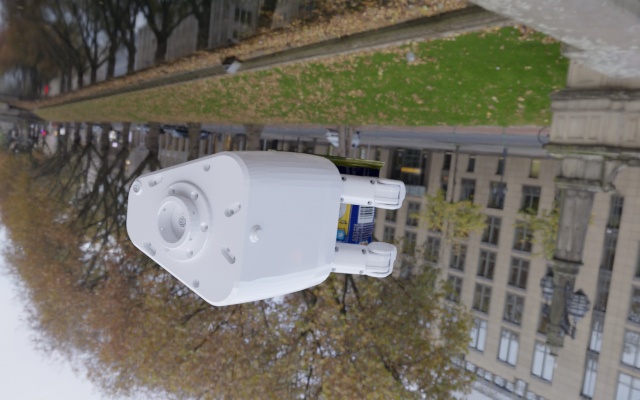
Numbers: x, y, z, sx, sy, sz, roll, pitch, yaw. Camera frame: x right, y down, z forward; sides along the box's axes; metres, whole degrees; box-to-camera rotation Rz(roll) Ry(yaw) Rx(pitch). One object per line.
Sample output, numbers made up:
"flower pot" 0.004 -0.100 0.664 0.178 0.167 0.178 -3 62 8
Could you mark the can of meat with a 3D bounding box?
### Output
"can of meat" 0.000 0.002 0.424 0.102 0.084 0.057 9 5 28
